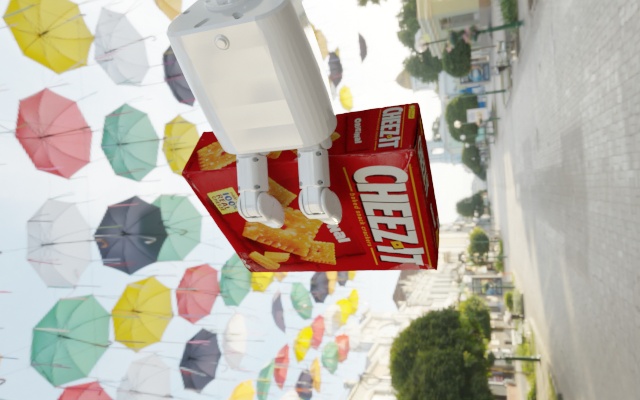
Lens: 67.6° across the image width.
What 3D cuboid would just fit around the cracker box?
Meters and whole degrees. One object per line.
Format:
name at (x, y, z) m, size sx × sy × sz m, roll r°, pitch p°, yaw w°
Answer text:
cracker box at (0.000, 0.001, 0.470) m, size 0.214 × 0.072 × 0.164 m, roll -4°, pitch -44°, yaw 19°
